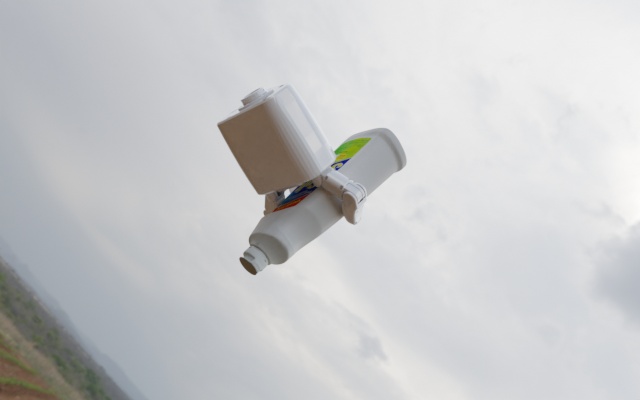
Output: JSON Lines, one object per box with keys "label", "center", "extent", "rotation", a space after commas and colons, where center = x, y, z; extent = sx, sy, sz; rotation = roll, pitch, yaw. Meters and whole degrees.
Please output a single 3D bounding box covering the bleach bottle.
{"label": "bleach bottle", "center": [0.000, 0.002, 0.607], "extent": [0.250, 0.068, 0.102], "rotation": [-43, 22, -31]}
